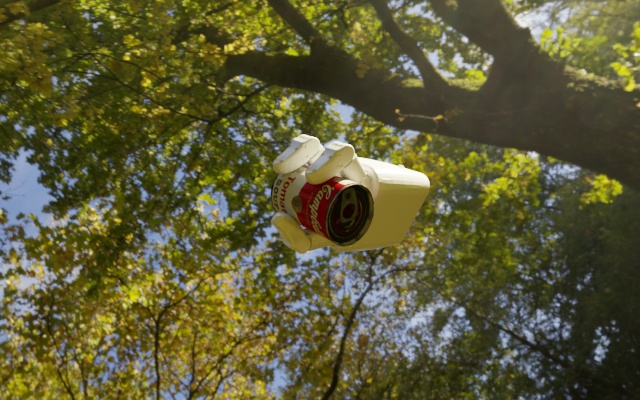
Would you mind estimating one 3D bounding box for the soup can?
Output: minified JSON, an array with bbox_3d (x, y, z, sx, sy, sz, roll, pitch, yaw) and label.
[{"bbox_3d":[-0.001,0.002,0.528,0.068,0.068,0.102,0,16,-42],"label":"soup can"}]
